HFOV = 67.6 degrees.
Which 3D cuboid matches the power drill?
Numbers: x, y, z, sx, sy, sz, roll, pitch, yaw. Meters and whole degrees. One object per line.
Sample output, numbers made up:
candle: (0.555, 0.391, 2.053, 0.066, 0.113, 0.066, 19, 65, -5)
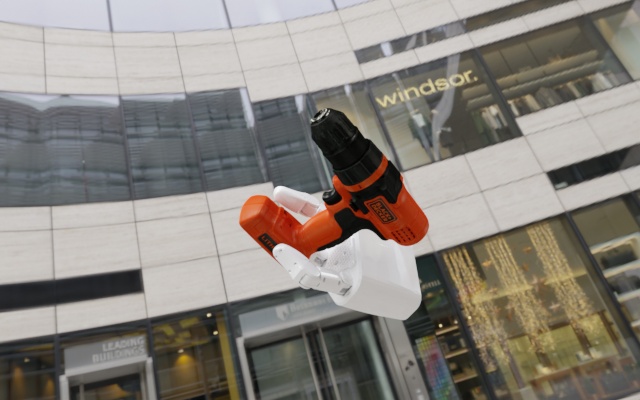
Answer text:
power drill: (0.000, 0.002, 0.529, 0.188, 0.184, 0.057, -22, 31, 34)
